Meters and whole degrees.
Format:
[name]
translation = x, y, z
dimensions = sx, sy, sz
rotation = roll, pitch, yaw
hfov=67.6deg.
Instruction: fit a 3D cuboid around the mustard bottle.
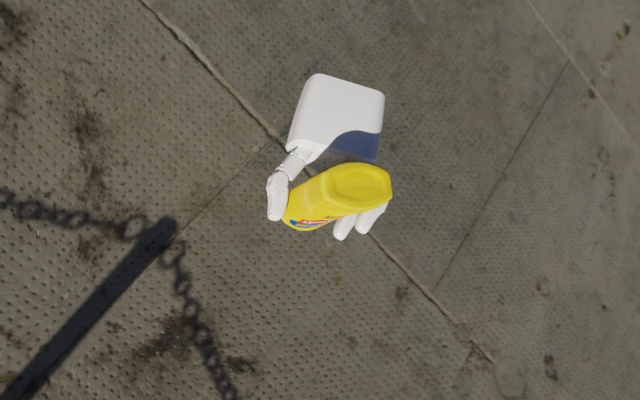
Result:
[mustard bottle]
translation = 0.000, 0.002, 0.610
dimensions = 0.096, 0.058, 0.192
rotation = -5, -9, -29
